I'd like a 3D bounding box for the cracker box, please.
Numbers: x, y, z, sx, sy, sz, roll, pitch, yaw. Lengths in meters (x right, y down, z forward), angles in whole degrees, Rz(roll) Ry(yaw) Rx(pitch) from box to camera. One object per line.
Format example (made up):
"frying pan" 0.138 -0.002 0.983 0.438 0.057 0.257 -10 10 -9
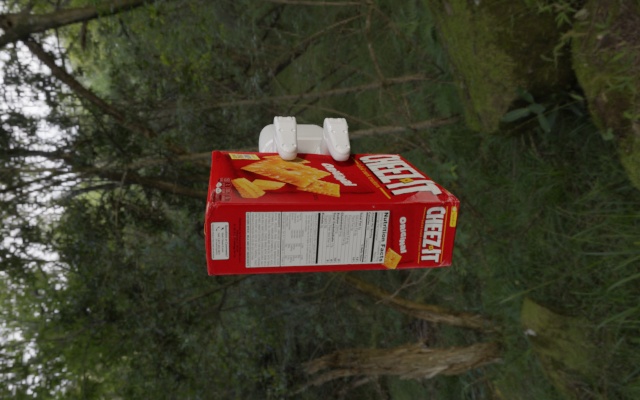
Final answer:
"cracker box" 0.000 0.002 0.465 0.214 0.072 0.164 -1 21 -10
